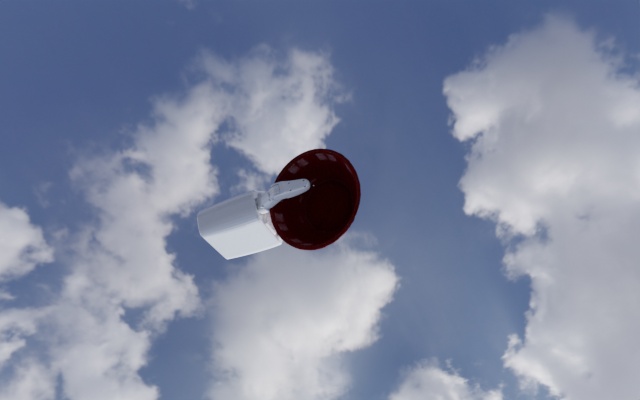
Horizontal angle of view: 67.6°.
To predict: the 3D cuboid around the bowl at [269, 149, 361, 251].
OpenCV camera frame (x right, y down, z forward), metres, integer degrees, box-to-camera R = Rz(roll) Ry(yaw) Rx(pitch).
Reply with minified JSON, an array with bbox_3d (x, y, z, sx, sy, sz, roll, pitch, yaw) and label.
[{"bbox_3d":[0.002,0.002,0.754,0.162,0.162,0.055,0,-14,30],"label":"bowl"}]
